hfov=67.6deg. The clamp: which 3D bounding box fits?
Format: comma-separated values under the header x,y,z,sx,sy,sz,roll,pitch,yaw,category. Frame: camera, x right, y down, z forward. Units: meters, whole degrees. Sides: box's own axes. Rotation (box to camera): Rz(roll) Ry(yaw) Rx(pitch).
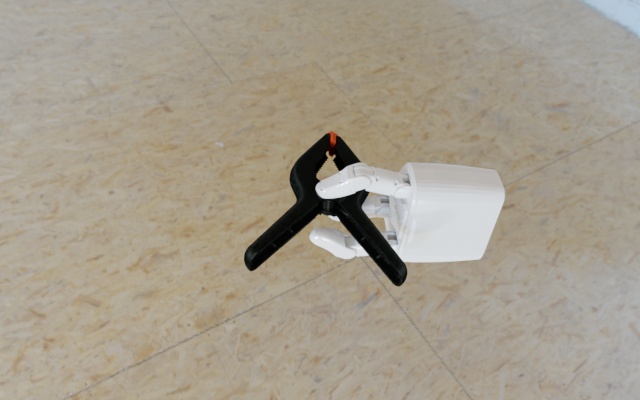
x,y,z,sx,sy,sz,roll,pitch,yaw,category
0.000,0.001,0.534,0.164,0.209,0.036,2,-40,-9,clamp
